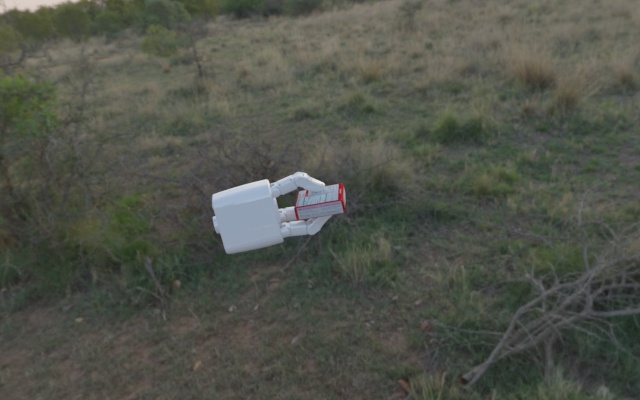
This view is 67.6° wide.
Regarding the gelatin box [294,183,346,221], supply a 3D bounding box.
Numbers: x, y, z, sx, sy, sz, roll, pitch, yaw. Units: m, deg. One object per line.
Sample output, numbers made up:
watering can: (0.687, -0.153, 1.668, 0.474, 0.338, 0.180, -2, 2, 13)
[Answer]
gelatin box: (0.000, 0.002, 0.866, 0.089, 0.030, 0.073, -11, 24, 8)
